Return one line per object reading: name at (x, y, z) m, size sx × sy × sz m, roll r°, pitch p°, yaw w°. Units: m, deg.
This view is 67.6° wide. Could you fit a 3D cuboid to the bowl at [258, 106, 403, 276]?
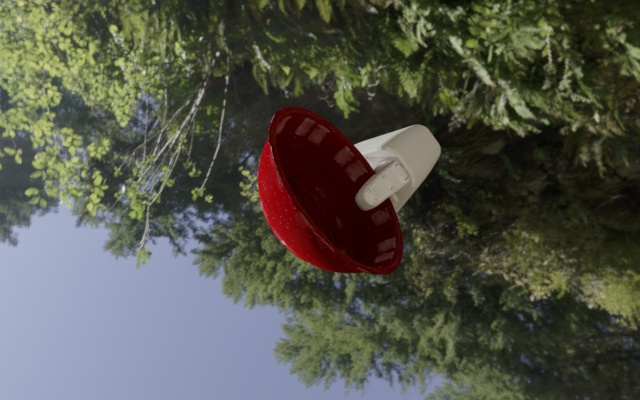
bowl at (-0.001, 0.002, 0.405) m, size 0.055 × 0.162 × 0.162 m, roll -35°, pitch -18°, yaw 27°
